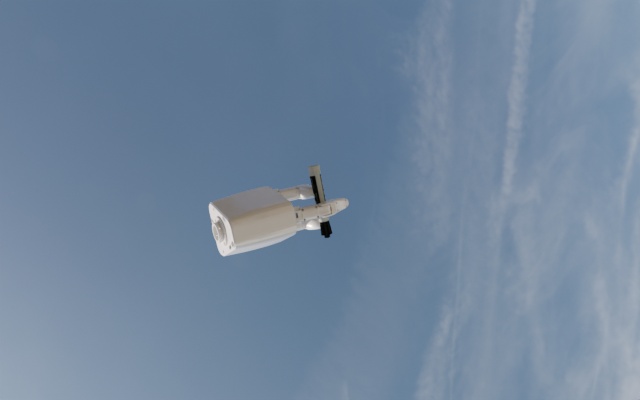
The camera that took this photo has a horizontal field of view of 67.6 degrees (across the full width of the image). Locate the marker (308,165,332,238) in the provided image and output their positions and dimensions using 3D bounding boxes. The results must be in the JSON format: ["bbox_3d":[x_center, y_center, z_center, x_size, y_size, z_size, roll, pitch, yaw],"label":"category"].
[{"bbox_3d":[0.000,0.003,0.781,0.020,0.121,0.020,-11,8,2],"label":"marker"}]
